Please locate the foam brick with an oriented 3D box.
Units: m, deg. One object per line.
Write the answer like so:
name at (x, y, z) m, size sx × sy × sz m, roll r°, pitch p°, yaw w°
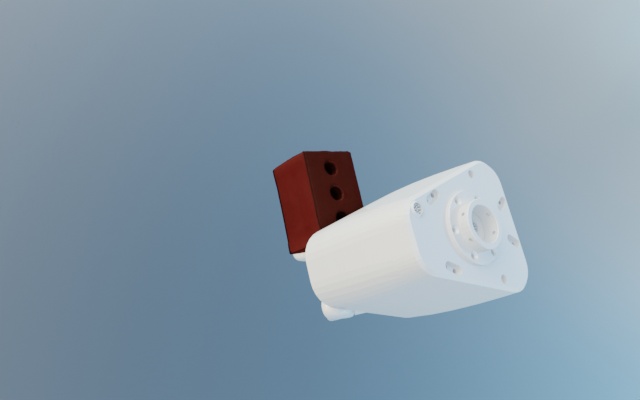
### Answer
foam brick at (0.000, 0.001, 0.408) m, size 0.053 × 0.078 × 0.051 m, roll -4°, pitch -15°, yaw -36°
